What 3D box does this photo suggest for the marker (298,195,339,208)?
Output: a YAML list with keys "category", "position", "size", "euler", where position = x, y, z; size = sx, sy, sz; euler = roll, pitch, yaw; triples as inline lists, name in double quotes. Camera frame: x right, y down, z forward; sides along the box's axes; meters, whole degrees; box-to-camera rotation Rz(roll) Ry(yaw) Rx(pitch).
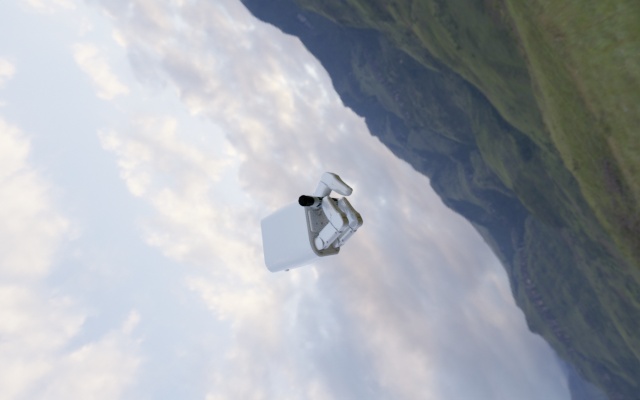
- category: "marker"
  position: [0.000, 0.003, 0.792]
  size: [0.020, 0.020, 0.121]
  euler: [0, -2, 30]
